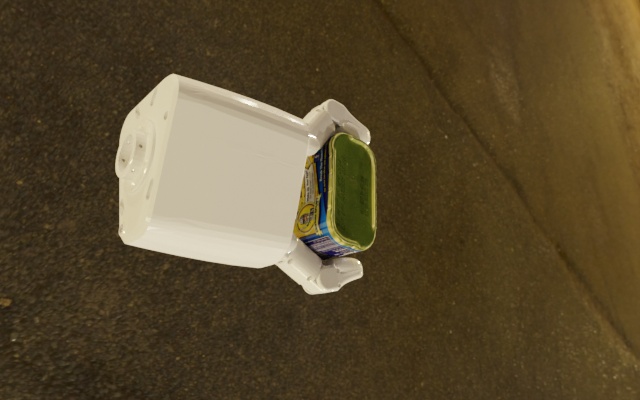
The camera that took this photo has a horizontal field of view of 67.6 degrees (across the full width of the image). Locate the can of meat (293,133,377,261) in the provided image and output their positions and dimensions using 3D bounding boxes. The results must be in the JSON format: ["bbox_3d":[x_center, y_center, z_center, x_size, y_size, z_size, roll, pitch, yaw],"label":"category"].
[{"bbox_3d":[0.000,0.001,0.409,0.057,0.102,0.084,19,-28,-38],"label":"can of meat"}]
